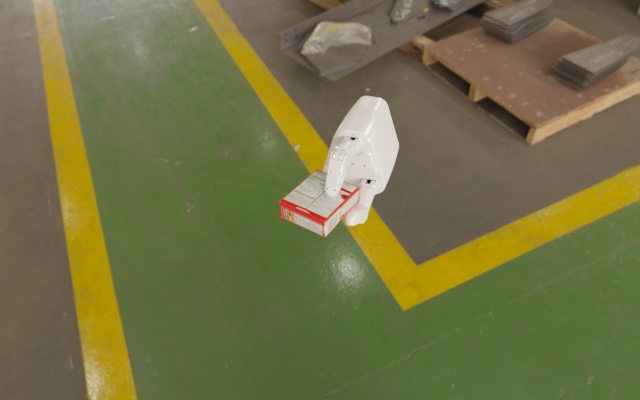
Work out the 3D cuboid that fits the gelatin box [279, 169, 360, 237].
[{"bbox_3d":[0.000,0.002,0.638,0.073,0.030,0.089,23,45,25],"label":"gelatin box"}]
